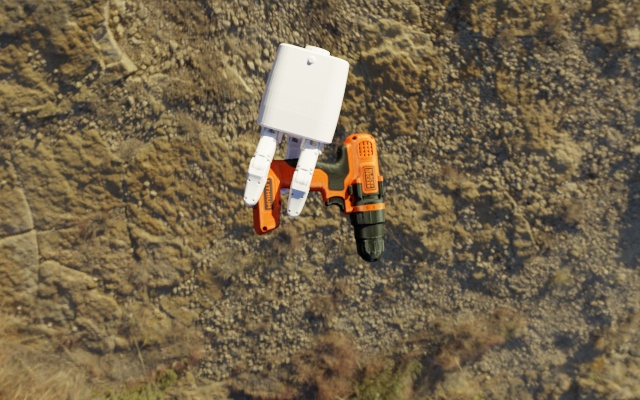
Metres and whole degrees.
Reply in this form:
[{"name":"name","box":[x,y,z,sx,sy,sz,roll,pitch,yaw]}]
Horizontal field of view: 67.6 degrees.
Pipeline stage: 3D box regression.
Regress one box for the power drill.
[{"name":"power drill","box":[0.000,0.002,0.667,0.187,0.184,0.057,-5,-3,-18]}]
